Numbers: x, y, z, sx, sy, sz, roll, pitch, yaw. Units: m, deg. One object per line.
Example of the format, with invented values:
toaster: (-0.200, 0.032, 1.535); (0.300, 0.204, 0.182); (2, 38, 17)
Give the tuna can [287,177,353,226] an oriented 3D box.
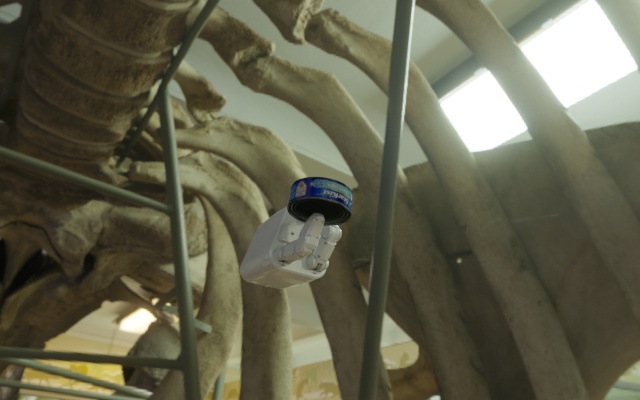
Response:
tuna can: (0.000, 0.002, 0.638); (0.086, 0.033, 0.086); (6, -25, 3)
